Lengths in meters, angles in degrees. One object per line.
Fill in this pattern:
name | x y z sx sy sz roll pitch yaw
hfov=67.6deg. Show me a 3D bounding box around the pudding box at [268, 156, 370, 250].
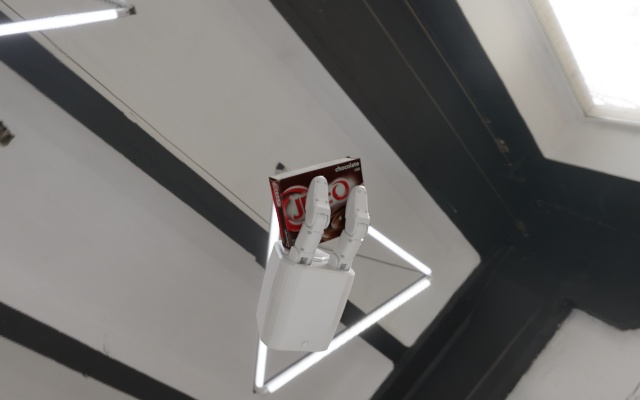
pudding box | 0.000 0.002 0.582 0.113 0.090 0.039 -18 19 -24
